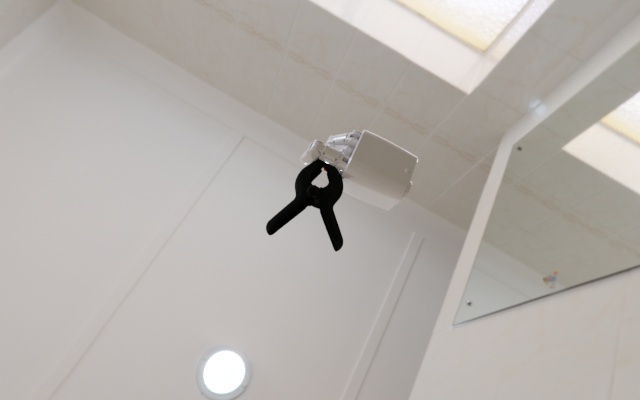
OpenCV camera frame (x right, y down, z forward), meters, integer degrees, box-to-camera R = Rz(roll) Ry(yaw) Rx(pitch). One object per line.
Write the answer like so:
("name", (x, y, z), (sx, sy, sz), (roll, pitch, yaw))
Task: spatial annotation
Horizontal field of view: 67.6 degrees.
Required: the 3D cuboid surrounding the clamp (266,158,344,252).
("clamp", (0.000, 0.003, 0.763), (0.120, 0.171, 0.039), (24, -27, 4))
